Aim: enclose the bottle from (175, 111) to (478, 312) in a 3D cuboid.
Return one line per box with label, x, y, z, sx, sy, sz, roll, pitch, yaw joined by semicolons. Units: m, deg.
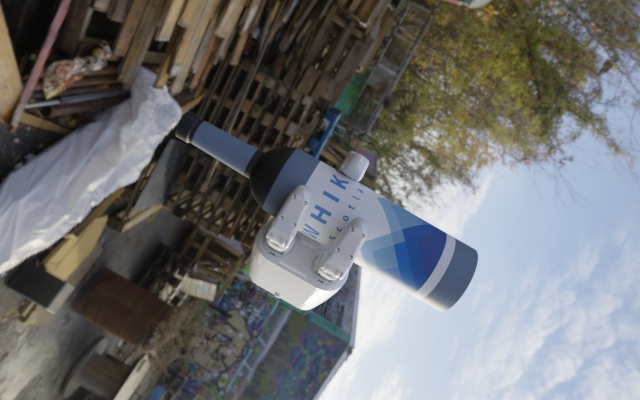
bottle;0.000;0.002;0.444;0.296;0.069;0.069;30;0;0
